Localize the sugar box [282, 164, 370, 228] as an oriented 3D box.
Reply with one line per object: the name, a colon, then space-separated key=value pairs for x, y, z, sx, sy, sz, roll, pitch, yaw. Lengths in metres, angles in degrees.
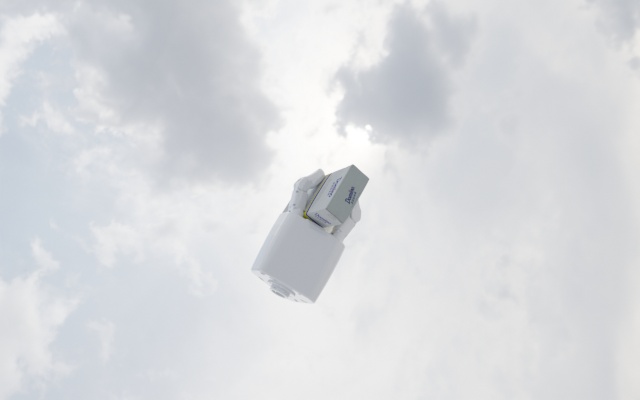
sugar box: x=0.000 y=0.003 z=0.797 sx=0.048 sy=0.093 sz=0.176 roll=41 pitch=-26 yaw=-20
